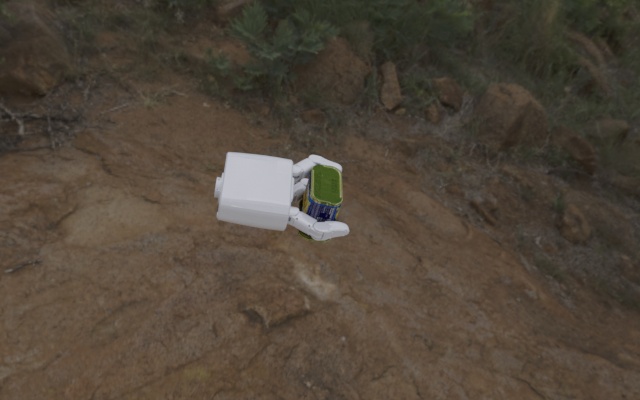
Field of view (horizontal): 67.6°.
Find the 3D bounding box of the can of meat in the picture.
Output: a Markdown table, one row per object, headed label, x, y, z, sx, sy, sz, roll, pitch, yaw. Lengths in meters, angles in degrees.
| label | x | y | z | sx | sy | sz | roll | pitch | yaw |
| --- | --- | --- | --- | --- | --- | --- | --- | --- | --- |
| can of meat | 0.000 | 0.002 | 0.777 | 0.057 | 0.084 | 0.102 | 10 | 40 | -9 |
